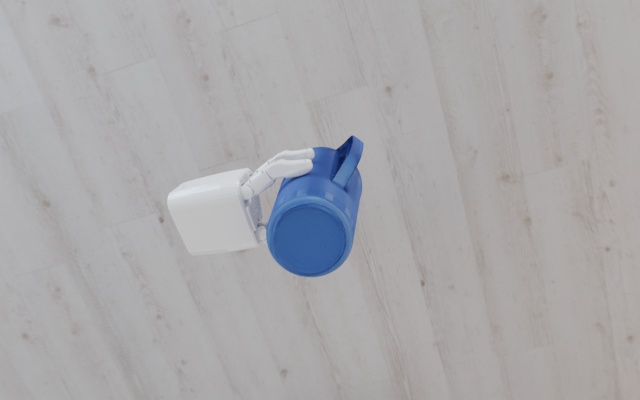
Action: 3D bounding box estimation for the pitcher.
[{"bbox_3d":[0.000,0.002,0.685,0.145,0.149,0.242,-8,17,7],"label":"pitcher"}]
